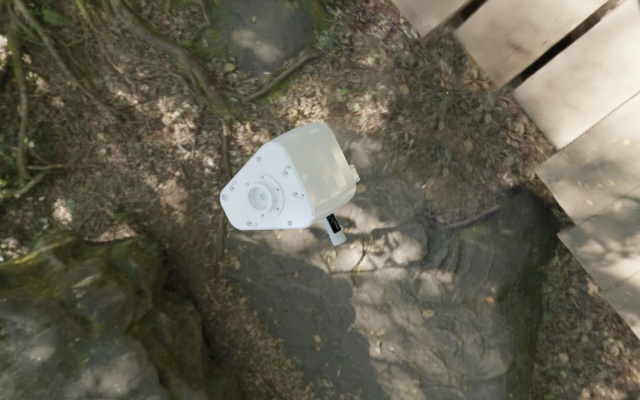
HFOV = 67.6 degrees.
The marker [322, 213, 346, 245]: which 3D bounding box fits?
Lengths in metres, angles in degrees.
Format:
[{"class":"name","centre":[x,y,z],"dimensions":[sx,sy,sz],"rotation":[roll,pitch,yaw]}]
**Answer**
[{"class":"marker","centre":[0.000,0.002,0.631],"dimensions":[0.020,0.121,0.020],"rotation":[-26,5,3]}]
